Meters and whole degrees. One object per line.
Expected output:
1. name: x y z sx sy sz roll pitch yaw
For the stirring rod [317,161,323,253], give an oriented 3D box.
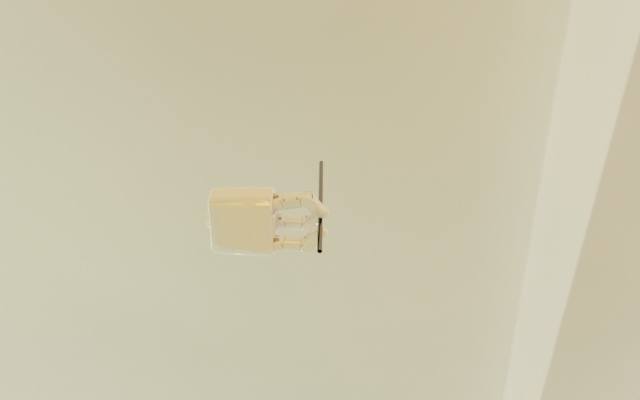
1. stirring rod: 0.000 0.003 0.842 0.011 0.011 0.239 0 40 1
